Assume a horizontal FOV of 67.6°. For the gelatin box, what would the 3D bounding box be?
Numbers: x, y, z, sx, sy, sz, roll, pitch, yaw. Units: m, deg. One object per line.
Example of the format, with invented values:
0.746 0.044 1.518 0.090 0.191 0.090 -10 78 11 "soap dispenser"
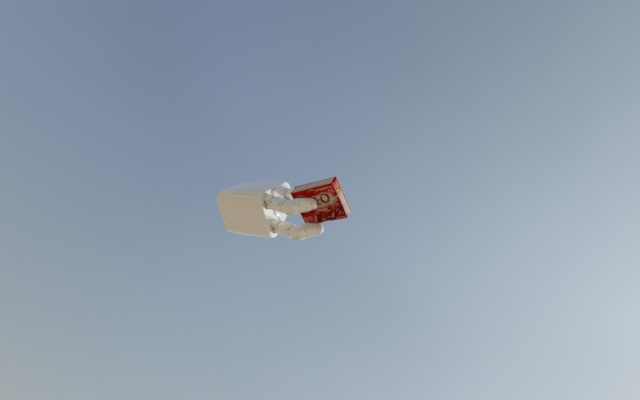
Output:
0.001 0.003 0.861 0.089 0.073 0.030 -13 25 27 "gelatin box"
